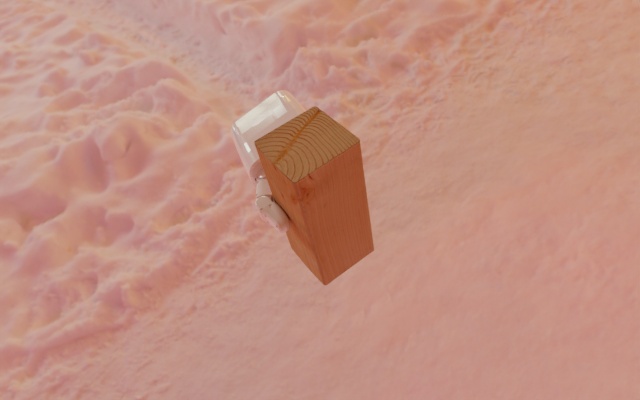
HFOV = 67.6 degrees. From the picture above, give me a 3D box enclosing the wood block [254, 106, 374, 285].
[{"bbox_3d":[0.000,0.002,0.600,0.091,0.206,0.090,-33,51,-16],"label":"wood block"}]
